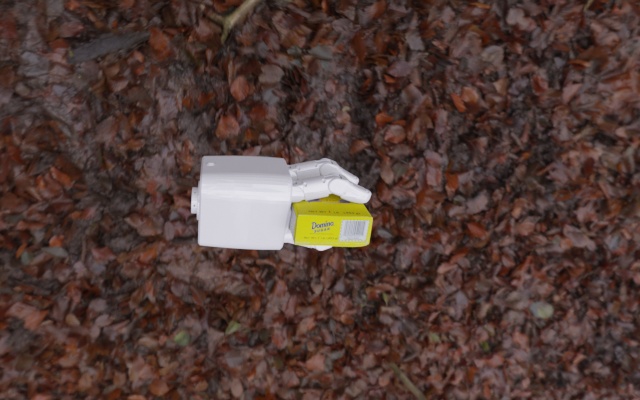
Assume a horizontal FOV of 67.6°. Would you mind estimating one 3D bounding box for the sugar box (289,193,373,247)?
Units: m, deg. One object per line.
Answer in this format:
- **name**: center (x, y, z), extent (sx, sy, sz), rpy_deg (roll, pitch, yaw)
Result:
- **sugar box**: center (0.000, 0.002, 0.634), extent (0.093, 0.048, 0.176), rpy_deg (3, 24, -13)
